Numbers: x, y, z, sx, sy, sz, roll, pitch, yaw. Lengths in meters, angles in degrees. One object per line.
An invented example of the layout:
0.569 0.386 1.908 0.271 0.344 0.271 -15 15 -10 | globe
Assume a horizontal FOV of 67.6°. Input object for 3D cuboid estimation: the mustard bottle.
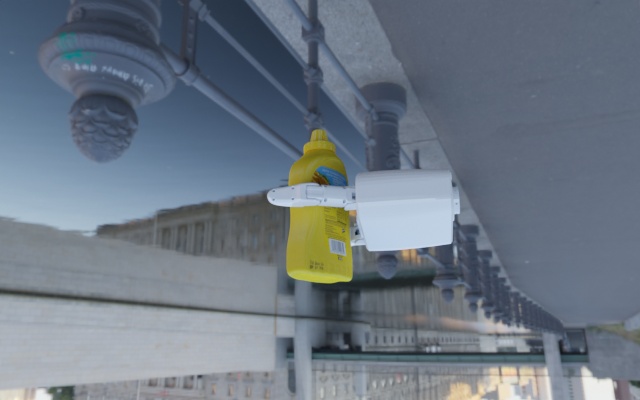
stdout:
0.000 0.002 0.592 0.058 0.191 0.096 -13 -21 36 | mustard bottle
